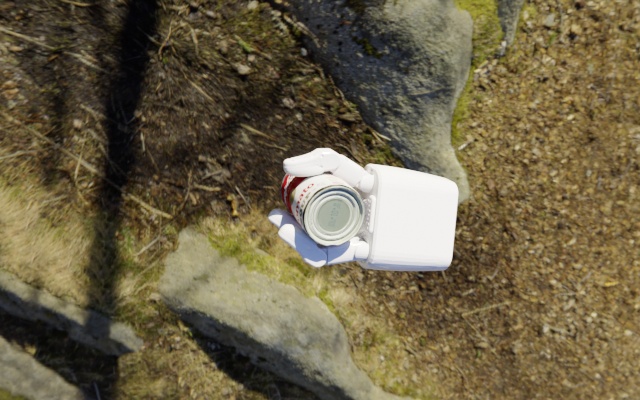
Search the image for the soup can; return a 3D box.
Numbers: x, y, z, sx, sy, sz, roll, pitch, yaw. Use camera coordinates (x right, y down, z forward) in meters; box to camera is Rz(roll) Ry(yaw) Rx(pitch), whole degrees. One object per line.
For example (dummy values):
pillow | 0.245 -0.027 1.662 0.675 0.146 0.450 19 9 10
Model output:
soup can | 0.000 0.002 0.524 0.068 0.068 0.102 0 17 -18
